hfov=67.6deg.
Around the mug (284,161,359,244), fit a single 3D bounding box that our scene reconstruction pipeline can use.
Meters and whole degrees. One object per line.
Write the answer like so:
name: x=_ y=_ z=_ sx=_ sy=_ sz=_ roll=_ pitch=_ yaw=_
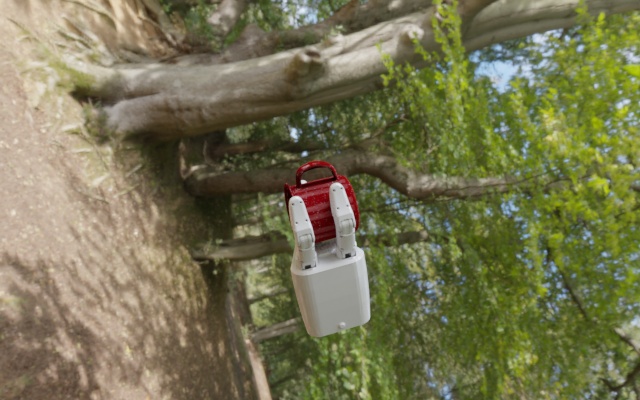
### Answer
mug: x=0.000 y=0.001 z=0.639 sx=0.081 sy=0.117 sz=0.093 roll=-14 pitch=24 yaw=-11
